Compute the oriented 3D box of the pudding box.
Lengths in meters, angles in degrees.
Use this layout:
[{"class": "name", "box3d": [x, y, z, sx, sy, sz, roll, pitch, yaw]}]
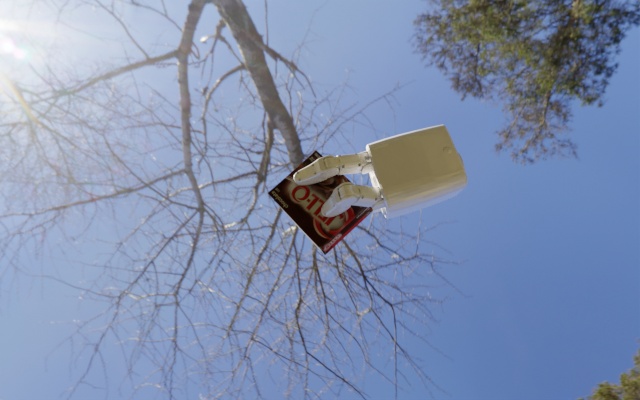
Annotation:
[{"class": "pudding box", "box3d": [0.000, 0.002, 0.635, 0.113, 0.090, 0.039, 44, -9, 26]}]
